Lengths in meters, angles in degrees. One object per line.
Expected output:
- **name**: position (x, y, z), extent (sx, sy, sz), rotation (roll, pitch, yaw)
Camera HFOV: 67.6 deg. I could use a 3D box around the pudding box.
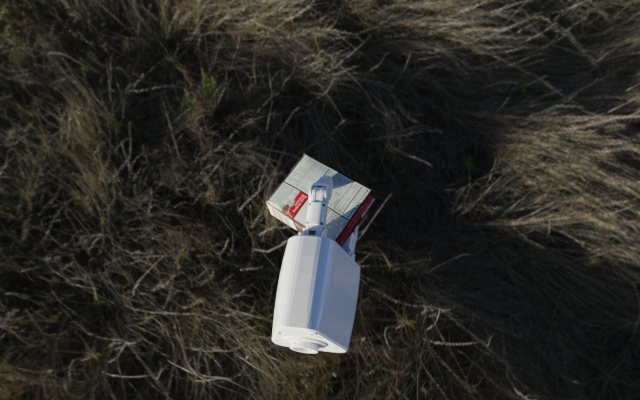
- **pudding box**: position (0.000, 0.002, 0.616), extent (0.113, 0.090, 0.039), rotation (31, -18, 21)
